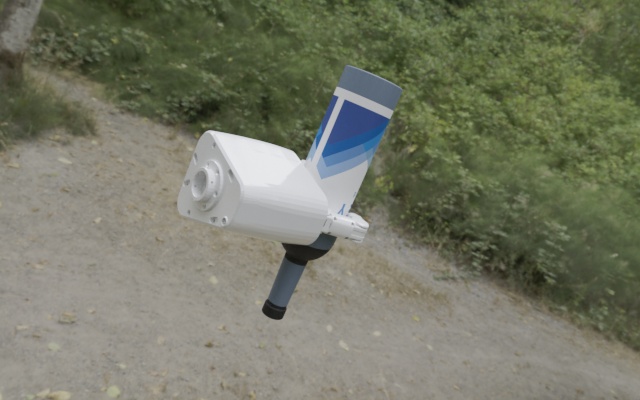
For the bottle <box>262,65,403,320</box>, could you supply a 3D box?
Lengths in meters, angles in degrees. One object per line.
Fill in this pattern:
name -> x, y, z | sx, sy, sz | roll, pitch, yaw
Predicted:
bottle -> 0.000, 0.002, 0.537 | 0.069, 0.296, 0.069 | 22, 11, -5
